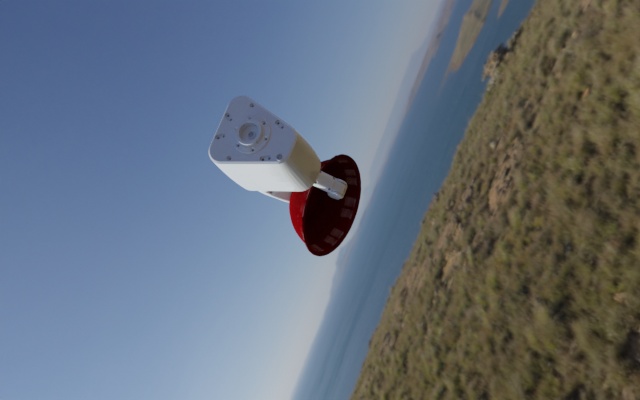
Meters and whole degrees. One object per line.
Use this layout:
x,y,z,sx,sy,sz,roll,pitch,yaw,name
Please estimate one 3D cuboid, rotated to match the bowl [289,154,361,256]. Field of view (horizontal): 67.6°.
0.000,0.003,0.747,0.055,0.162,0.162,17,9,32,bowl
